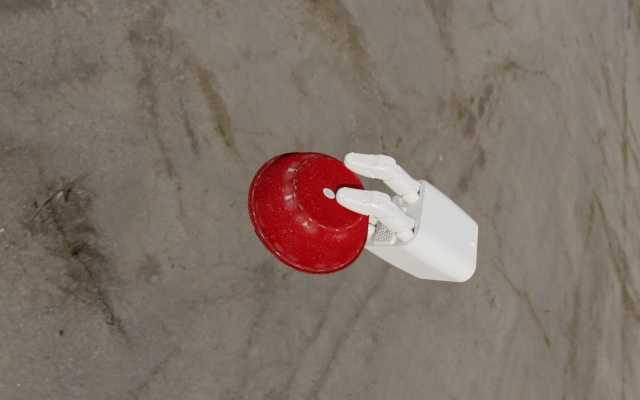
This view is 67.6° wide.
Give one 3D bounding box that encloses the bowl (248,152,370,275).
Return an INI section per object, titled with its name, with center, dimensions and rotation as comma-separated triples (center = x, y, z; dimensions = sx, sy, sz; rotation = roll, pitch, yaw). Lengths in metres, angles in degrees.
[bowl]
center = -0.001, 0.001, 0.558
dimensions = 0.162, 0.162, 0.055
rotation = 0, -24, -28
